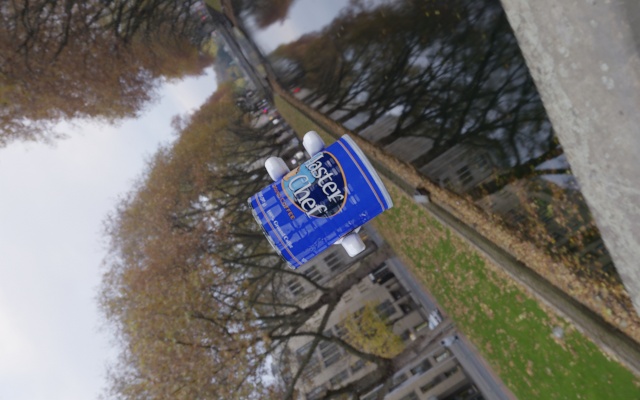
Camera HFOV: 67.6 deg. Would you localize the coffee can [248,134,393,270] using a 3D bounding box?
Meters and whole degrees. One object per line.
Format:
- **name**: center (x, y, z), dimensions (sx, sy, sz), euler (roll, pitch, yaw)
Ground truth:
- **coffee can**: center (0.000, 0.002, 0.569), dimensions (0.140, 0.103, 0.103), euler (-33, 0, 1)
